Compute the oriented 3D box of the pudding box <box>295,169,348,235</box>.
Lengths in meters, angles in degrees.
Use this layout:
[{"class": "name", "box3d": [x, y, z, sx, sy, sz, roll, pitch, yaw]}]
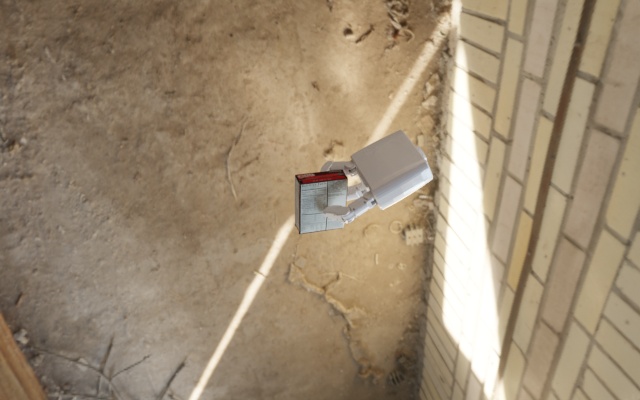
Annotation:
[{"class": "pudding box", "box3d": [0.000, 0.003, 0.862, 0.090, 0.114, 0.039, -6, 33, -13]}]
